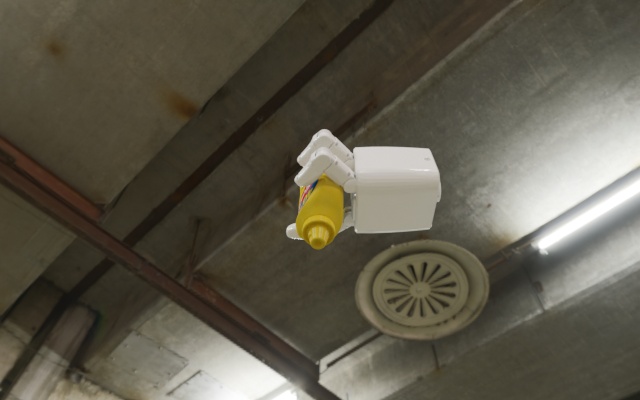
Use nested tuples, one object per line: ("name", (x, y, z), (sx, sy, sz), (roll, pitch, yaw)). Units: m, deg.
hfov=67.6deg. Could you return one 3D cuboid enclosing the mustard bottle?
("mustard bottle", (0.000, 0.002, 0.650), (0.058, 0.096, 0.191), (20, 30, -11))
